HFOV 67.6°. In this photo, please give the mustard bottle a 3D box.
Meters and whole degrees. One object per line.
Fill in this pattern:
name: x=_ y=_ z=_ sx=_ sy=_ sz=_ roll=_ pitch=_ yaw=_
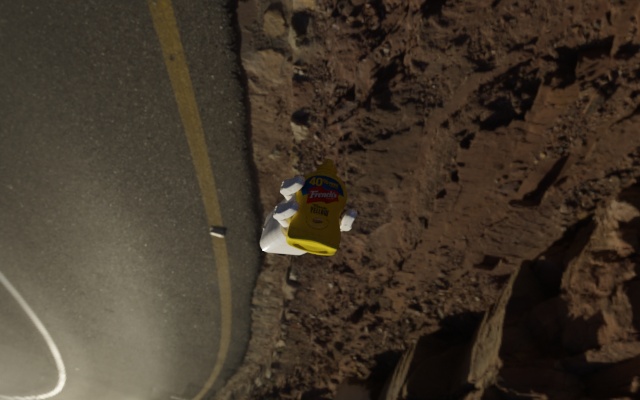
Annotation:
mustard bottle: x=0.000 y=0.003 z=0.894 sx=0.096 sy=0.191 sz=0.058 roll=13 pitch=-31 yaw=-2
